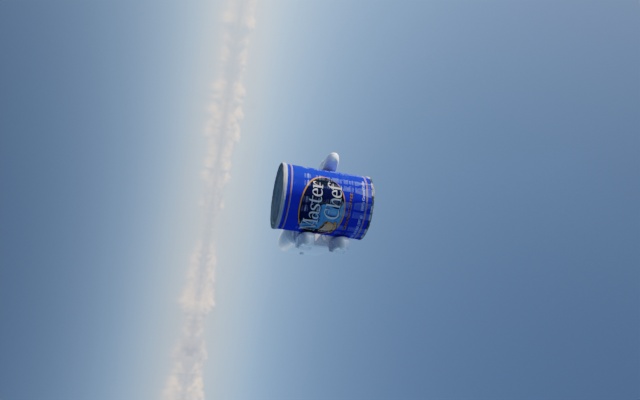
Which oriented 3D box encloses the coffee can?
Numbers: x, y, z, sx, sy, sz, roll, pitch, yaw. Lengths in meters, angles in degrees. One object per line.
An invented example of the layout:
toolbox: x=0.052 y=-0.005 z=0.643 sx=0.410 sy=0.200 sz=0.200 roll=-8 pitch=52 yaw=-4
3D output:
coffee can: x=0.000 y=0.002 z=0.741 sx=0.140 sy=0.103 sz=0.103 roll=9 pitch=-2 yaw=-13
